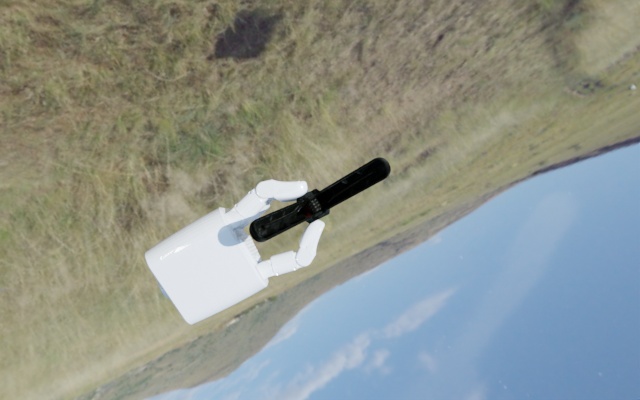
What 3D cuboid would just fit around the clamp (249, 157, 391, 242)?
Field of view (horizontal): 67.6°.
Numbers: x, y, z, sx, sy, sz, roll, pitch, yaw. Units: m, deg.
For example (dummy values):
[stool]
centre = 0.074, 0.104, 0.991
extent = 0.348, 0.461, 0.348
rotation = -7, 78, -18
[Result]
[clamp]
centre = 0.000, 0.003, 0.587
extent = 0.164, 0.036, 0.210
rotation = -27, -2, -2
